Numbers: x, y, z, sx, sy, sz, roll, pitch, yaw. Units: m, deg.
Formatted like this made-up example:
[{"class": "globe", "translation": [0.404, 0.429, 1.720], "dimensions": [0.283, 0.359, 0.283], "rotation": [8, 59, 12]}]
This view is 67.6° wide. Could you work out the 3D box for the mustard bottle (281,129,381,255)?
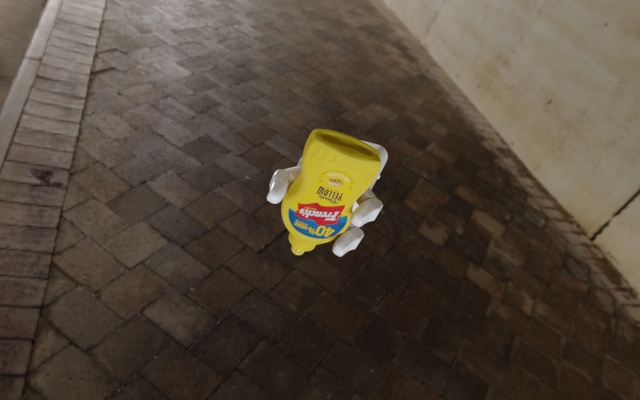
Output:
[{"class": "mustard bottle", "translation": [0.000, 0.002, 0.641], "dimensions": [0.096, 0.192, 0.058], "rotation": [17, 36, -12]}]
